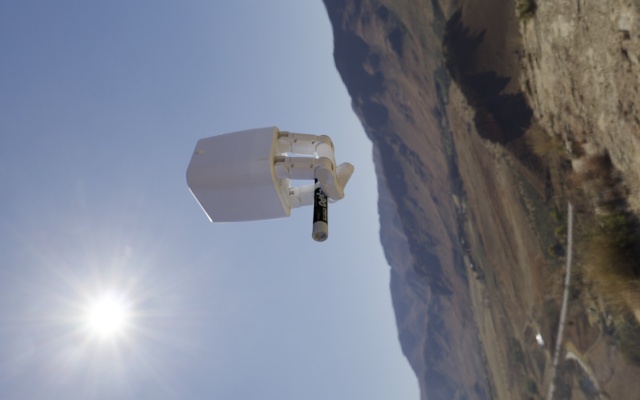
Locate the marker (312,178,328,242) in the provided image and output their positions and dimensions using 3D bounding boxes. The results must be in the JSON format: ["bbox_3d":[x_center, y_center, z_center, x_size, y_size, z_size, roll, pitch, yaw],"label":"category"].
[{"bbox_3d":[0.000,0.002,0.577,0.020,0.020,0.121,0,39,1],"label":"marker"}]
